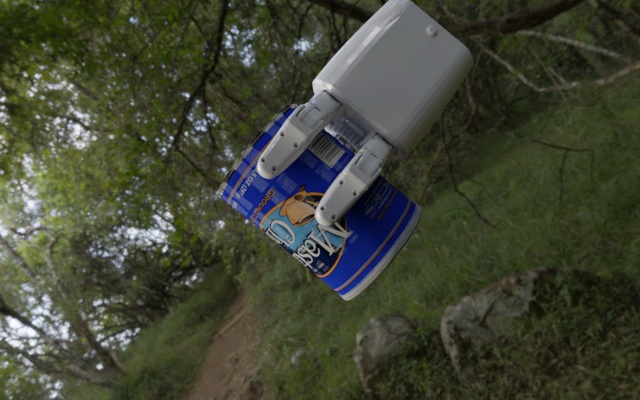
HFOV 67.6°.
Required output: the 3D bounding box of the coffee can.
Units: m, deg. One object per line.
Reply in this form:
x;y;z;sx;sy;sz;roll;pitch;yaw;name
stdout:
0.000;0.002;0.409;0.140;0.103;0.103;39;-1;-1;coffee can
